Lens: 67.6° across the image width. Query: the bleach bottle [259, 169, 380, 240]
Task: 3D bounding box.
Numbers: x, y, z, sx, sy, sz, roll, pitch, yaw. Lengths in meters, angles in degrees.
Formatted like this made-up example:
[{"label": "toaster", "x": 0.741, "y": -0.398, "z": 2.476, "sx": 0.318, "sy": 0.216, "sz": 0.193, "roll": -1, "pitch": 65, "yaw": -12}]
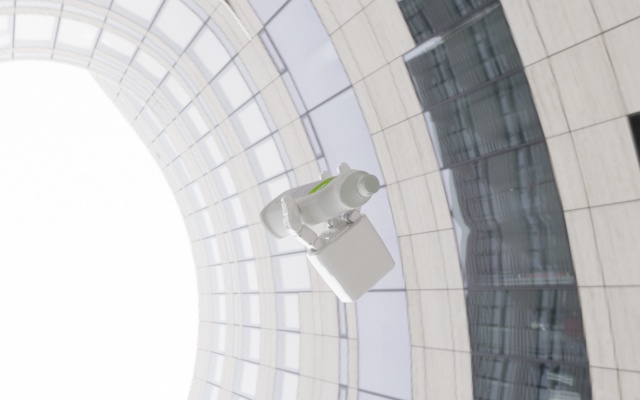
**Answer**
[{"label": "bleach bottle", "x": 0.000, "y": 0.002, "z": 0.777, "sx": 0.102, "sy": 0.068, "sz": 0.251, "roll": -43, "pitch": 14, "yaw": -32}]
